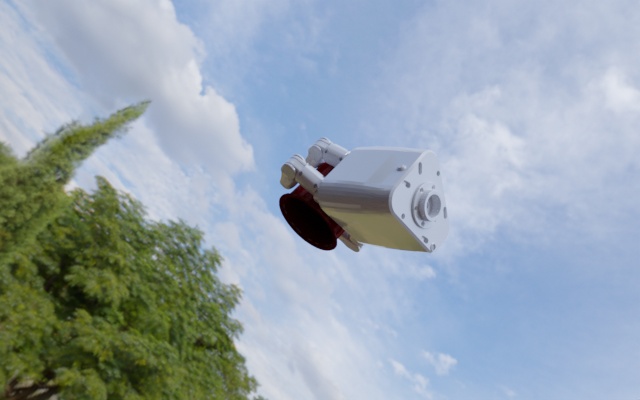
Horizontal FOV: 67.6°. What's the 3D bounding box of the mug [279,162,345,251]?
[{"bbox_3d":[-0.001,0.002,0.620,0.117,0.093,0.081,8,45,48],"label":"mug"}]
